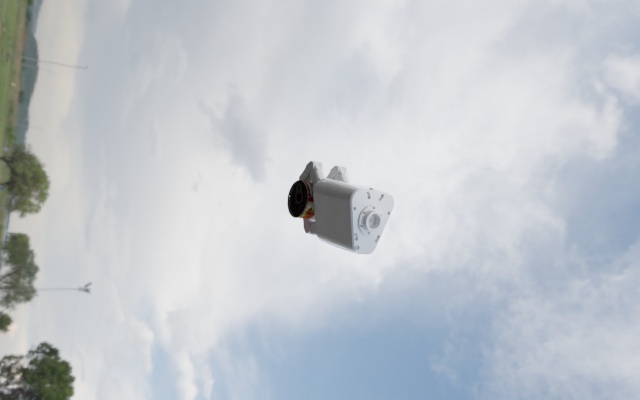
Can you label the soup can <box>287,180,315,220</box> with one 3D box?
[{"bbox_3d":[0.000,0.003,0.872,0.102,0.068,0.068,8,-5,-34],"label":"soup can"}]
